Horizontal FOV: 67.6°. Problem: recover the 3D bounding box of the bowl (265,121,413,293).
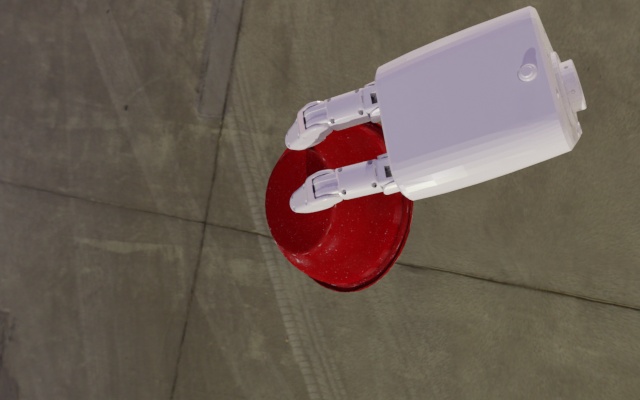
[{"bbox_3d":[-0.001,0.002,0.420,0.055,0.162,0.162,3,-2,-43],"label":"bowl"}]
